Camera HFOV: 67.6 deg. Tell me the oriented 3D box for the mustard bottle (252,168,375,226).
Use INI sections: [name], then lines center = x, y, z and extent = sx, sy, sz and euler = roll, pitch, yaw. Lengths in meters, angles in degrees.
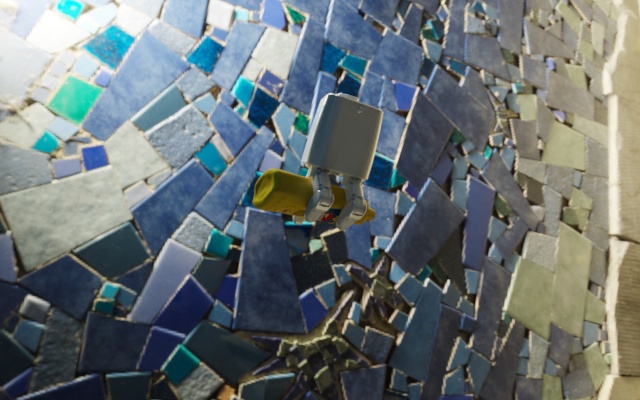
[mustard bottle]
center = 0.000, 0.003, 0.731
extent = 0.191, 0.058, 0.096
euler = 14, -20, -25
